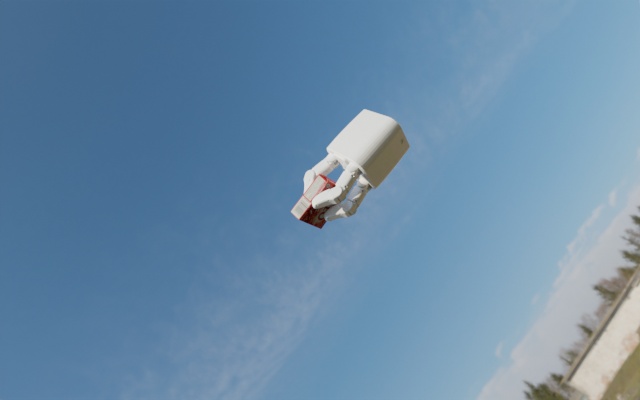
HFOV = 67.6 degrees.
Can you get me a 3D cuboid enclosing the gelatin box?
[{"bbox_3d":[0.000,0.003,0.863,0.030,0.089,0.073,43,10,36],"label":"gelatin box"}]
